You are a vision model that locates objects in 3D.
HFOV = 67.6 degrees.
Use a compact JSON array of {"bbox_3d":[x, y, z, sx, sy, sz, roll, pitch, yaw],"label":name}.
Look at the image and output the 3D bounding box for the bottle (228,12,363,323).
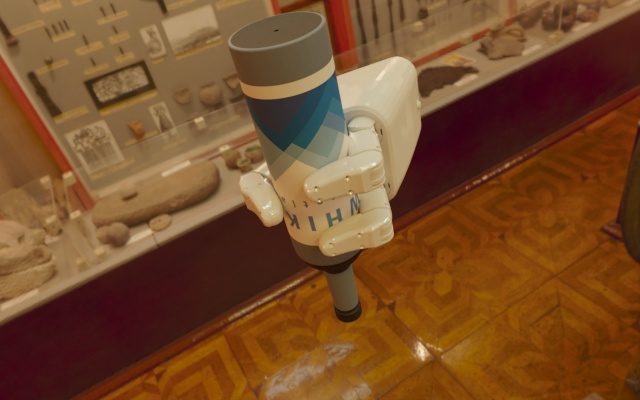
[{"bbox_3d":[0.000,0.001,0.402,0.069,0.296,0.069,-9,37,7],"label":"bottle"}]
